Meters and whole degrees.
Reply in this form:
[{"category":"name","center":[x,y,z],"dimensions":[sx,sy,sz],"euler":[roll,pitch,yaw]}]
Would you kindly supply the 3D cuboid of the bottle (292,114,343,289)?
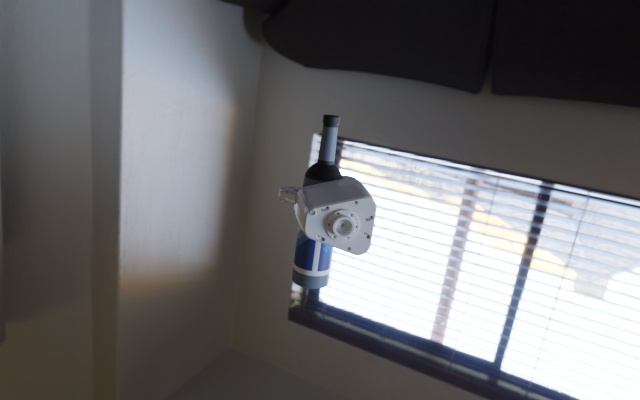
[{"category":"bottle","center":[0.000,0.003,0.816],"dimensions":[0.069,0.296,0.069],"euler":[7,15,-2]}]
